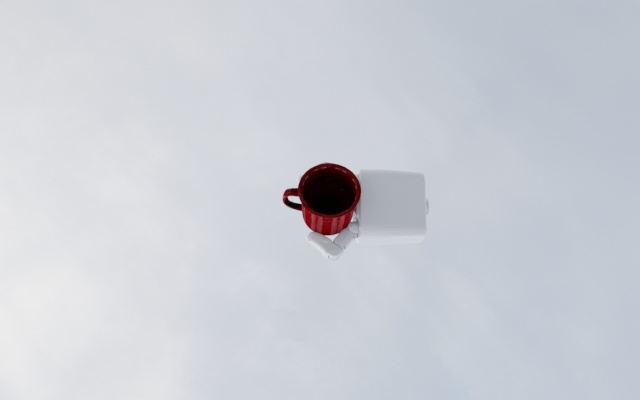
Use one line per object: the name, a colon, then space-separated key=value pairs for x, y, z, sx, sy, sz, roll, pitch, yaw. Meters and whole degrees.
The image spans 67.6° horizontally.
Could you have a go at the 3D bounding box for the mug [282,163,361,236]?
mug: x=-0.001 y=0.003 z=0.732 sx=0.117 sy=0.093 sz=0.081 roll=2 pitch=-28 yaw=-1
